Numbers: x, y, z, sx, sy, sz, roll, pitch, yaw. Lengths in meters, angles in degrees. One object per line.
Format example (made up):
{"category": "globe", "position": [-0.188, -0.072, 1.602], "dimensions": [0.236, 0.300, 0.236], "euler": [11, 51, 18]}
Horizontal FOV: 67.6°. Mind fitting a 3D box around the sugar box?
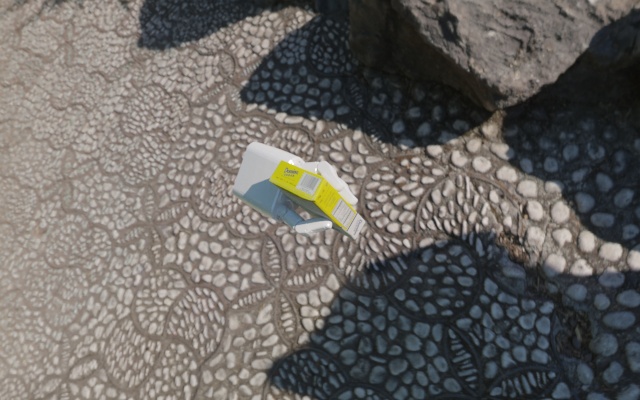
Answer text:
{"category": "sugar box", "position": [0.000, 0.002, 0.785], "dimensions": [0.093, 0.048, 0.176], "euler": [25, -8, 33]}
